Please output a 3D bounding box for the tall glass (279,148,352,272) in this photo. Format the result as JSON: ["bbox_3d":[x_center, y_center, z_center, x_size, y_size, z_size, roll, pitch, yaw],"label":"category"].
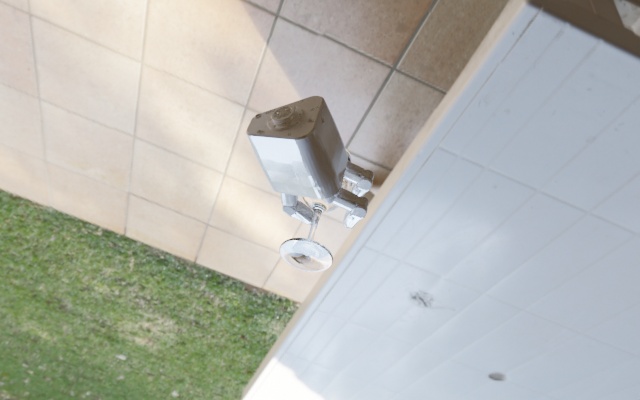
[{"bbox_3d":[0.000,0.003,0.705,0.079,0.201,0.079,9,-42,8],"label":"tall glass"}]
